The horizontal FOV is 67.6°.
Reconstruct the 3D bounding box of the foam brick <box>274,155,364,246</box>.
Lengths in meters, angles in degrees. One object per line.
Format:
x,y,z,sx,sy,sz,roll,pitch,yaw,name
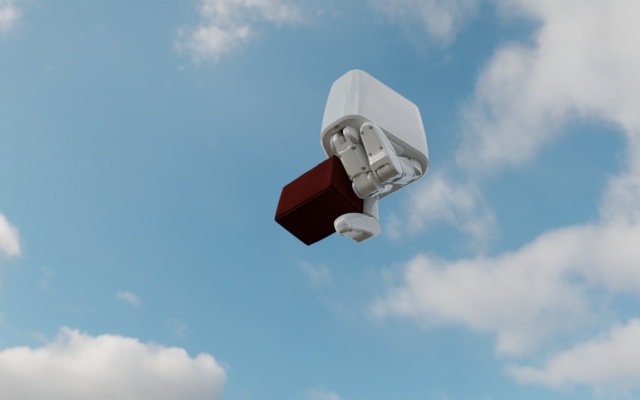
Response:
0.000,0.002,0.499,0.078,0.051,0.053,-30,-57,29,foam brick
